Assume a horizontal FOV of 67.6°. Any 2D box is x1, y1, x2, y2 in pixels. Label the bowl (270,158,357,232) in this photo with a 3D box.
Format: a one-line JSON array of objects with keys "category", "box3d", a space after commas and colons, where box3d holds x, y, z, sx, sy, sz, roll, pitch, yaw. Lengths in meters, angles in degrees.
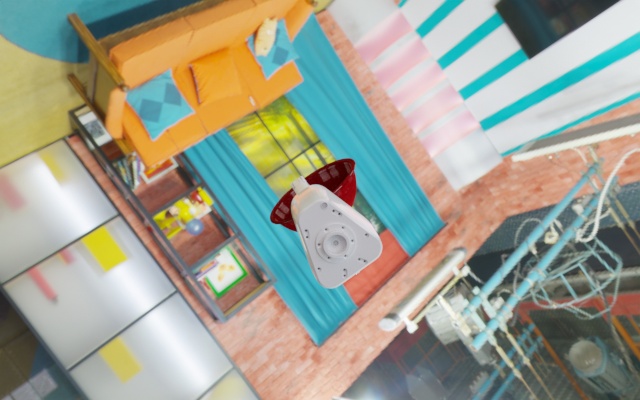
[{"category": "bowl", "box3d": [0.000, 0.002, 0.757, 0.162, 0.055, 0.162, -32, 19, 13]}]
